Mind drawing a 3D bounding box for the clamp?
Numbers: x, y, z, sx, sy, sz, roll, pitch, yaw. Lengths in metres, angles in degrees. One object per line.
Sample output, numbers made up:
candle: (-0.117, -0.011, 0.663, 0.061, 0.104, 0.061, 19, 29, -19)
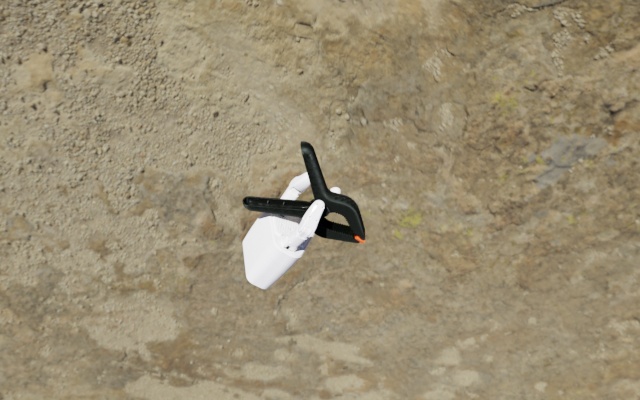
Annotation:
clamp: (0.000, 0.003, 0.776, 0.210, 0.036, 0.165, 29, -53, -18)
